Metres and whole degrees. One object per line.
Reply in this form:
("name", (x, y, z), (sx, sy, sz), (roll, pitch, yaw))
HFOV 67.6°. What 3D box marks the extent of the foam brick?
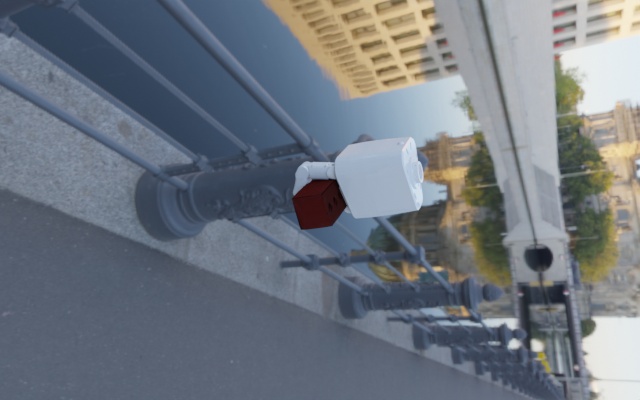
("foam brick", (0.000, 0.003, 0.719), (0.051, 0.053, 0.078), (-7, 22, 25))
